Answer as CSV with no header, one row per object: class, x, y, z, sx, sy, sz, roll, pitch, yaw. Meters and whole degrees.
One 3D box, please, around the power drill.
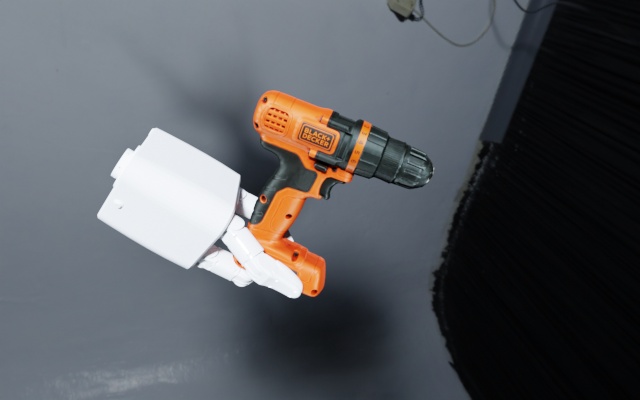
power drill,0.000,0.002,0.492,0.184,0.188,0.057,22,18,1
